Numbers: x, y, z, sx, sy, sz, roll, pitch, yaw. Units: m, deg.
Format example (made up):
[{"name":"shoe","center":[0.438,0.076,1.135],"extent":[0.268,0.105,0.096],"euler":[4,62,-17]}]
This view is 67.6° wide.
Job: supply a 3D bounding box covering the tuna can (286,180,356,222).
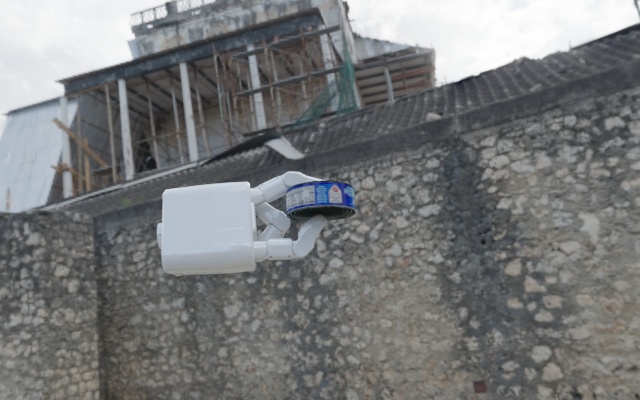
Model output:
[{"name":"tuna can","center":[0.000,0.001,0.592],"extent":[0.086,0.033,0.086],"euler":[-3,-13,-1]}]
